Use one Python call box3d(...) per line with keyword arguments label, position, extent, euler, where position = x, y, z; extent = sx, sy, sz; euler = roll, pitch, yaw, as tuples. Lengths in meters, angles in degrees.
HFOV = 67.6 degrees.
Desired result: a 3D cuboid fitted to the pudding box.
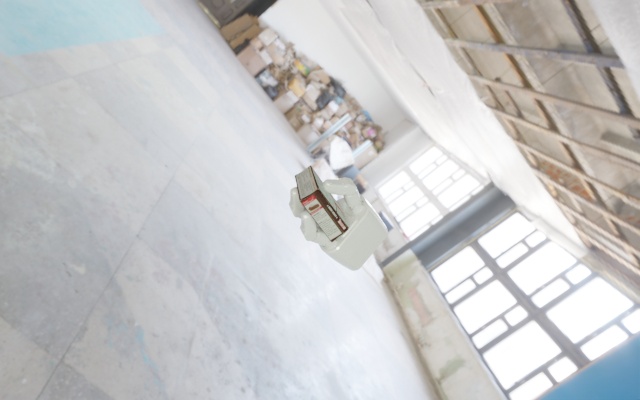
box3d(label="pudding box", position=(0.000, 0.002, 0.769), extent=(0.039, 0.090, 0.113), euler=(-35, 22, 6))
